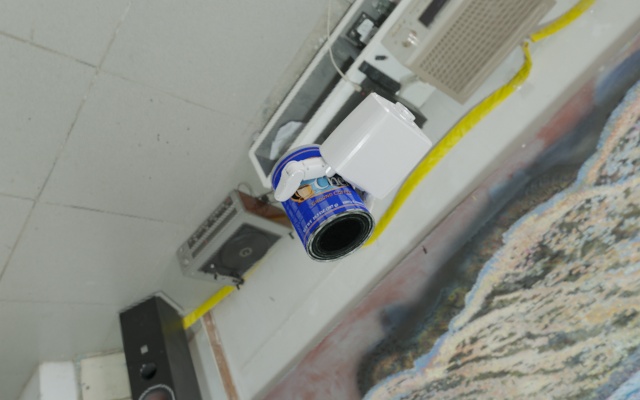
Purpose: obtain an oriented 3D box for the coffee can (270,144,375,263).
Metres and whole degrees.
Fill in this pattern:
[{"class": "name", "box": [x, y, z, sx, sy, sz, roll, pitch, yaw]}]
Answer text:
[{"class": "coffee can", "box": [0.000, 0.002, 0.680, 0.103, 0.103, 0.140, 0, 43, -34]}]
